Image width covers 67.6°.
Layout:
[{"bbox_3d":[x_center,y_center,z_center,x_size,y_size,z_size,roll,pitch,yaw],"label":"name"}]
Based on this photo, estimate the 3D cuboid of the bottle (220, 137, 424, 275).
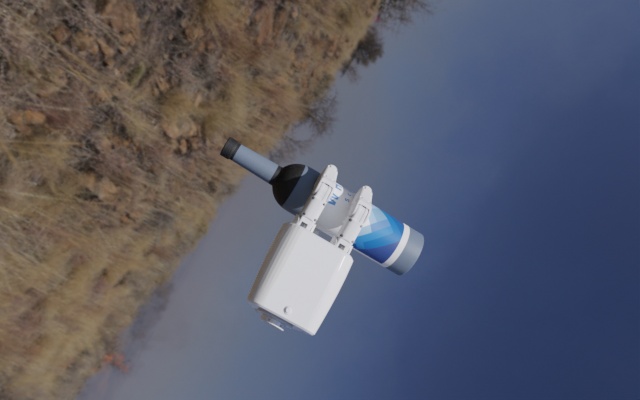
[{"bbox_3d":[0.000,0.002,0.648,0.296,0.069,0.069,31,-5,-9],"label":"bottle"}]
